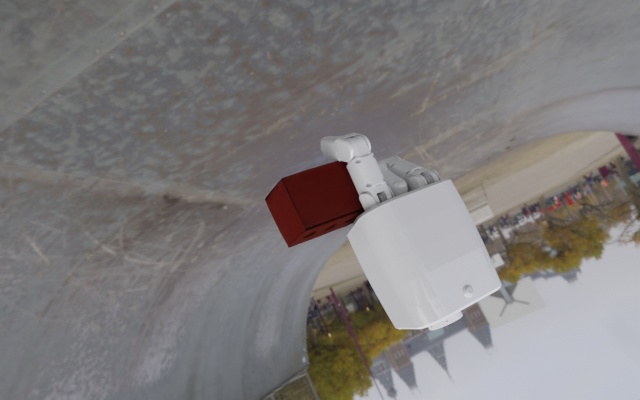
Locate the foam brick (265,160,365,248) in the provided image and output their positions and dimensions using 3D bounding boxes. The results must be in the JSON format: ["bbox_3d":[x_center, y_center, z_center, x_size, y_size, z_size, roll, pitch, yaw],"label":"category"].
[{"bbox_3d":[0.000,0.001,0.431,0.078,0.051,0.053,-19,-12,-27],"label":"foam brick"}]
